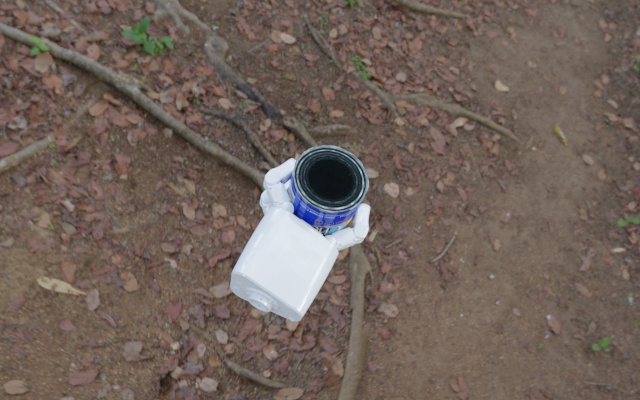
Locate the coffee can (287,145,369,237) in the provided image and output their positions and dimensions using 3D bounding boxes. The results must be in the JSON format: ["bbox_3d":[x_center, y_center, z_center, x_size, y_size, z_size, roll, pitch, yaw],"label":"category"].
[{"bbox_3d":[0.000,0.002,0.684,0.103,0.102,0.140,0,-28,-13],"label":"coffee can"}]
